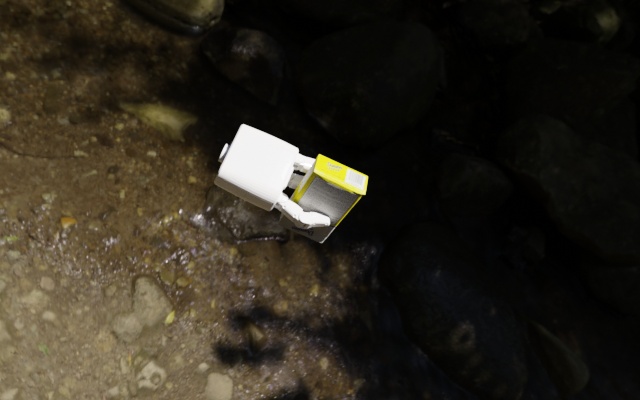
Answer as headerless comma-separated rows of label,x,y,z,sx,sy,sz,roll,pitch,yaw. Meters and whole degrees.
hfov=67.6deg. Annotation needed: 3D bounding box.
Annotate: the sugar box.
sugar box,0.000,0.002,0.824,0.093,0.048,0.176,24,-37,-11
